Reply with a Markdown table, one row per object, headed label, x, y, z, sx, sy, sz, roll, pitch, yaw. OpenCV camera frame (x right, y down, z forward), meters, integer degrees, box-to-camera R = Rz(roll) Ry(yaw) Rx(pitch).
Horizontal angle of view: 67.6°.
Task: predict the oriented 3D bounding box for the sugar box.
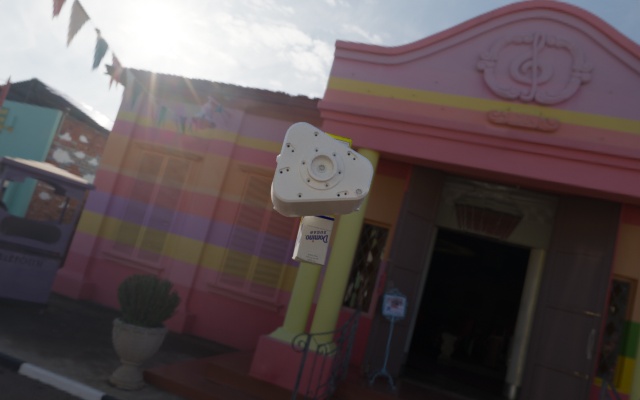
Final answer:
| label | x | y | z | sx | sy | sz | roll | pitch | yaw |
| --- | --- | --- | --- | --- | --- | --- | --- | --- | --- |
| sugar box | 0.000 | 0.002 | 0.674 | 0.048 | 0.176 | 0.093 | 16 | -9 | -4 |
